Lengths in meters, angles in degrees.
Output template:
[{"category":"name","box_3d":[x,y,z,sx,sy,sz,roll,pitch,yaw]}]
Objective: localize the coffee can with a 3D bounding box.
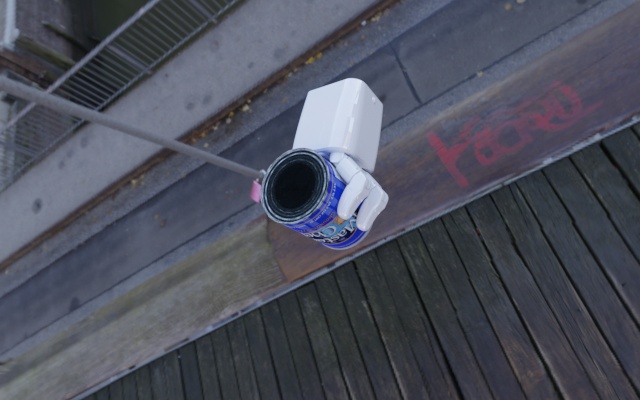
[{"category":"coffee can","box_3d":[0.000,0.002,0.656,0.103,0.102,0.140,0,-18,31]}]
